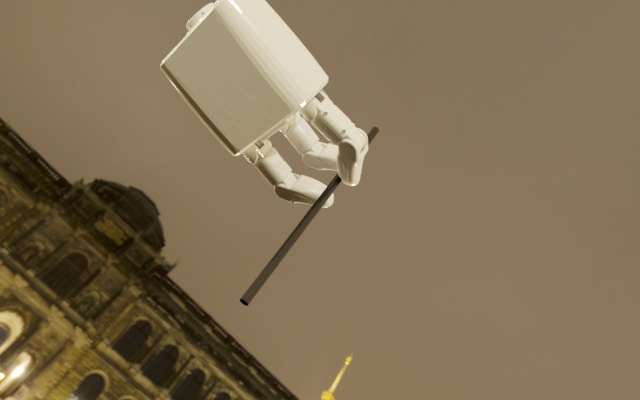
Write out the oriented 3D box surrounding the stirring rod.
[{"bbox_3d":[0.000,0.001,0.437,0.011,0.011,0.239,0,40,40],"label":"stirring rod"}]
